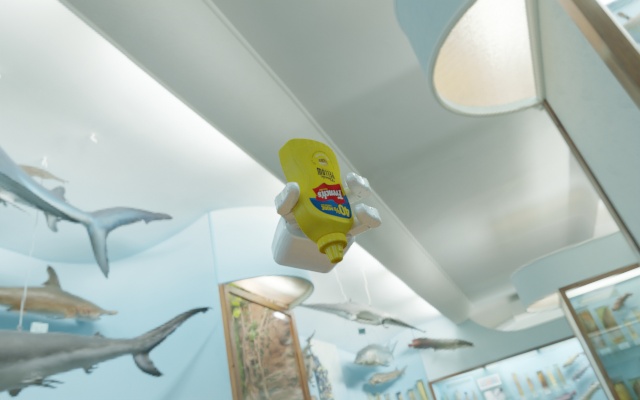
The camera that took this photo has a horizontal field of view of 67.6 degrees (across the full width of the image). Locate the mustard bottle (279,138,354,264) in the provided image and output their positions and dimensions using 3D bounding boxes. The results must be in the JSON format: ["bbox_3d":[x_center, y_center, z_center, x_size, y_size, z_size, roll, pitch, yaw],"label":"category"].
[{"bbox_3d":[0.000,0.002,0.691,0.096,0.191,0.058,14,-41,-40],"label":"mustard bottle"}]
